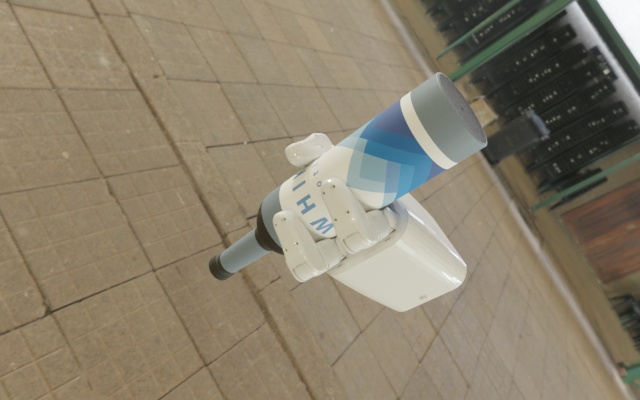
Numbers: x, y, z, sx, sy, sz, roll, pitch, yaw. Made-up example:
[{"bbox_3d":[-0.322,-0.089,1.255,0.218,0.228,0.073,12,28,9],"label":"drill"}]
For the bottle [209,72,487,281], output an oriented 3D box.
[{"bbox_3d":[0.000,0.001,0.430,0.296,0.069,0.069,-33,-18,29],"label":"bottle"}]
